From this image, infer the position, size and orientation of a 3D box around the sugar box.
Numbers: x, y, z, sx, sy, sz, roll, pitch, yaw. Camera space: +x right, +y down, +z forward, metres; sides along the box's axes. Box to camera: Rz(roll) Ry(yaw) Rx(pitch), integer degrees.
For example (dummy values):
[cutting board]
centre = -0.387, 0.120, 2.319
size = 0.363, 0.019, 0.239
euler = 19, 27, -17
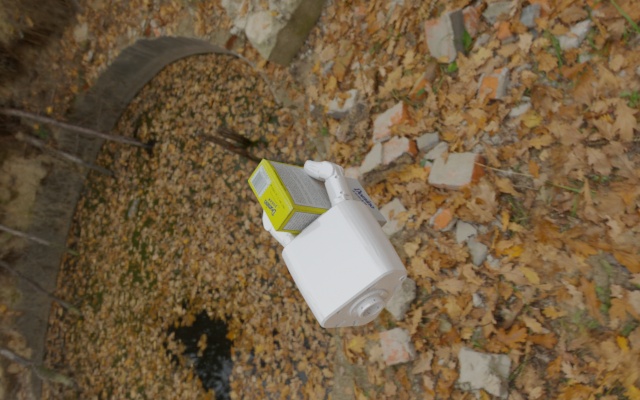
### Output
[sugar box]
centre = 0.000, 0.003, 0.630
size = 0.176, 0.048, 0.093
euler = 12, 36, -45
